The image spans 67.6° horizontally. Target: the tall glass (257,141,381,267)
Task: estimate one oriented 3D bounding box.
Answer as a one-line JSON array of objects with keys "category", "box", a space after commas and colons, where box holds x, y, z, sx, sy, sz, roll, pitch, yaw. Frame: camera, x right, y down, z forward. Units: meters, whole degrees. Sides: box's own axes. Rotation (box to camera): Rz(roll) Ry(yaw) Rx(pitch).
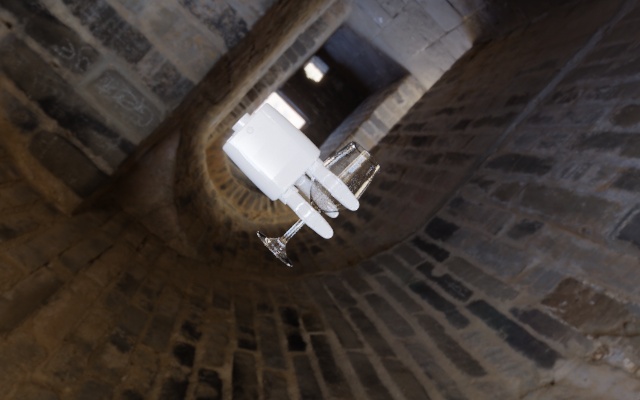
[{"category": "tall glass", "box": [0.000, 0.003, 0.719, 0.079, 0.201, 0.079, 44, 0, 0]}]
